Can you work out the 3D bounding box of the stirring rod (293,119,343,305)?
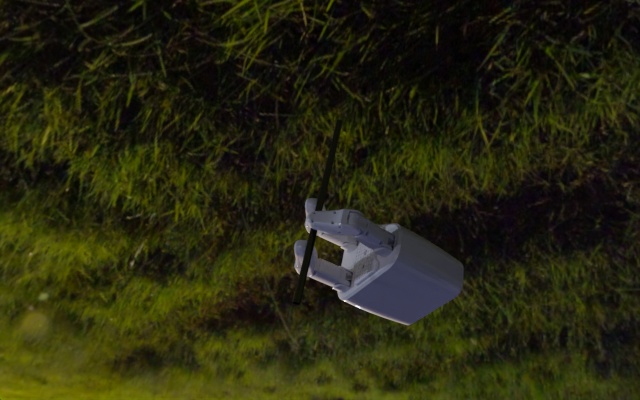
[{"bbox_3d":[0.000,0.002,0.535,0.011,0.239,0.011,10,-31,6],"label":"stirring rod"}]
